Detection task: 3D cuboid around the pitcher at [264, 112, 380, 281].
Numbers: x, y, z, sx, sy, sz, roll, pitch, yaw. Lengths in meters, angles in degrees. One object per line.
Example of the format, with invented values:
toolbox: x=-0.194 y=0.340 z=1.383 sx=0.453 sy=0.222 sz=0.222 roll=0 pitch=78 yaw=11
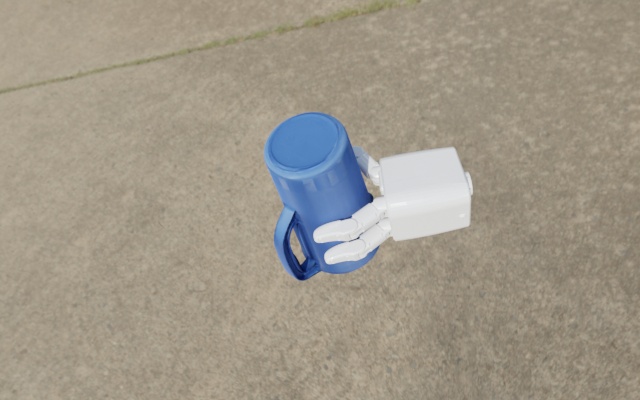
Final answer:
pitcher: x=0.000 y=0.002 z=0.673 sx=0.145 sy=0.149 sz=0.243 roll=-10 pitch=-36 yaw=9
